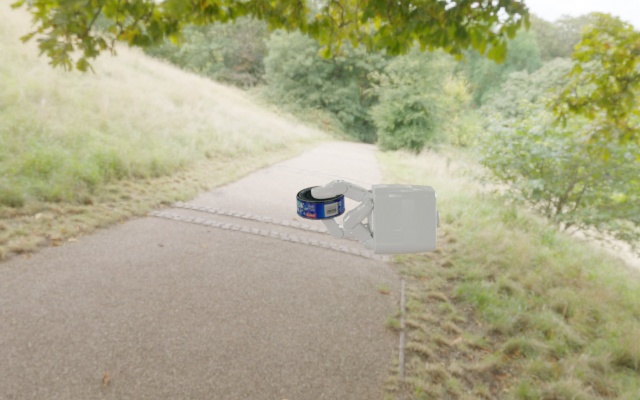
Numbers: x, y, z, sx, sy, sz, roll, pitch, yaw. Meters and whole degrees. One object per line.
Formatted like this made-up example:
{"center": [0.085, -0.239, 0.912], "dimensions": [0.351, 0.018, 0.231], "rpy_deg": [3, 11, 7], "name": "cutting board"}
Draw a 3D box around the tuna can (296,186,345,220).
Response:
{"center": [0.000, 0.002, 0.832], "dimensions": [0.086, 0.034, 0.086], "rpy_deg": [-3, 21, 1], "name": "tuna can"}
